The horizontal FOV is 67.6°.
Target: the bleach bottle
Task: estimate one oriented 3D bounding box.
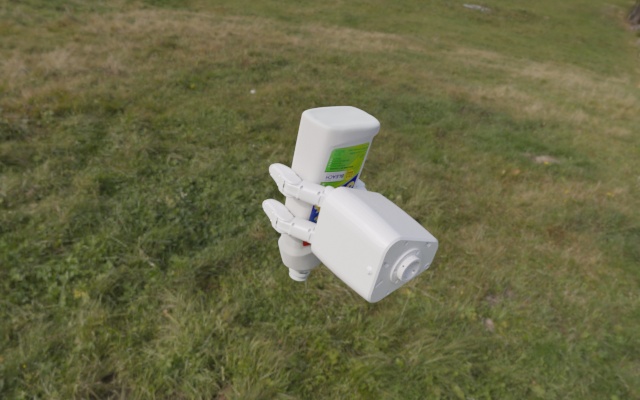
[{"bbox_3d":[0.000,0.002,0.649,0.102,0.251,0.068,-13,39,-39],"label":"bleach bottle"}]
